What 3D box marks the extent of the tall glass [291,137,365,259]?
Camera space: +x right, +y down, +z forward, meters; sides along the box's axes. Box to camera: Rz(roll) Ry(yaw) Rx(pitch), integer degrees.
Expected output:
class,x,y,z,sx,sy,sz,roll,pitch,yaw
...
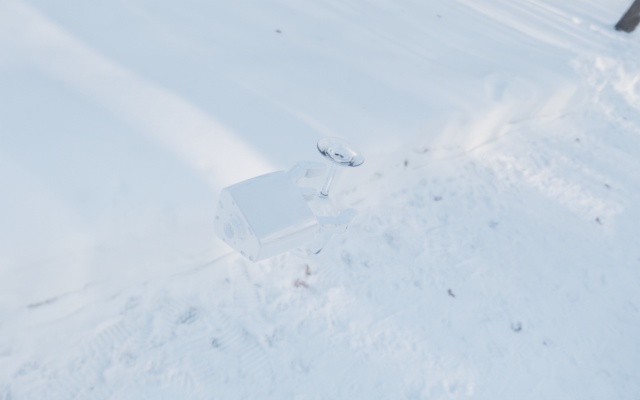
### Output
class,x,y,z,sx,sy,sz,roll,pitch,yaw
tall glass,0.000,0.002,0.759,0.079,0.201,0.079,14,37,-10
